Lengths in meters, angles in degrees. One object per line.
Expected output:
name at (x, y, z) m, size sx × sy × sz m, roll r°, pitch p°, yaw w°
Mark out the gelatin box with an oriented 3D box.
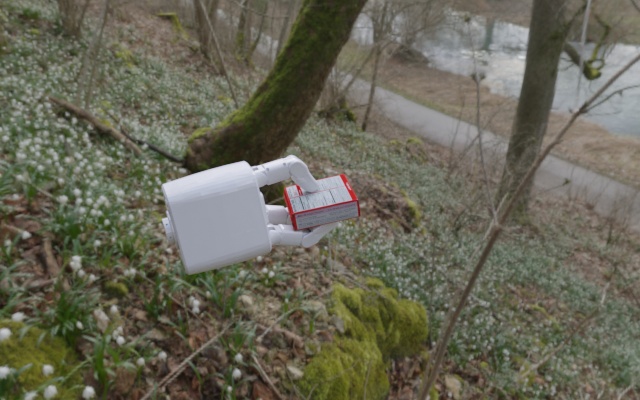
gelatin box at (0.000, 0.002, 0.630) m, size 0.089 × 0.030 × 0.073 m, roll -13°, pitch 31°, yaw -6°
